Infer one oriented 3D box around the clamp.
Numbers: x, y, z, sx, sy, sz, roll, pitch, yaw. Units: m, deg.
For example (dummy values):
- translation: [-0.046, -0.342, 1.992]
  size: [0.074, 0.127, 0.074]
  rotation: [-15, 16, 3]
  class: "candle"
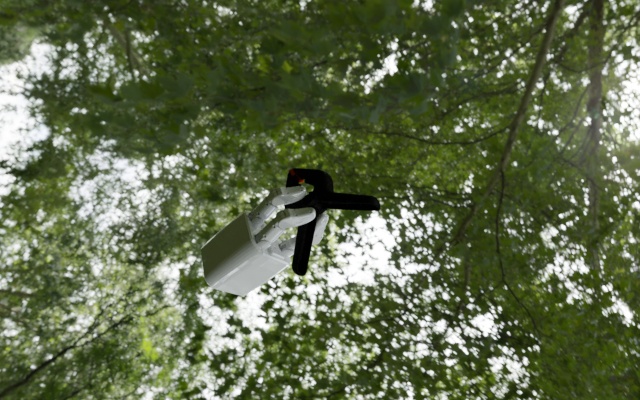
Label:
- translation: [0.000, 0.003, 0.769]
  size: [0.164, 0.209, 0.036]
  rotation: [-36, -50, 11]
  class: "clamp"
